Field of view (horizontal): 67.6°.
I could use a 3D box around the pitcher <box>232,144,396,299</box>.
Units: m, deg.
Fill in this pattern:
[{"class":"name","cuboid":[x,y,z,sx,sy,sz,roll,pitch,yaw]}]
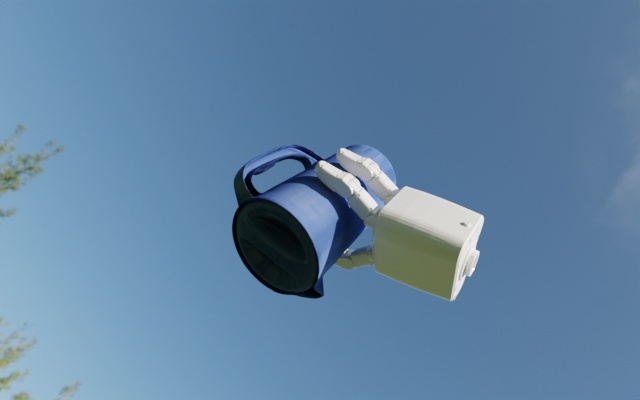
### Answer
[{"class":"pitcher","cuboid":[0.000,0.002,0.651,0.145,0.149,0.242,20,35,27]}]
